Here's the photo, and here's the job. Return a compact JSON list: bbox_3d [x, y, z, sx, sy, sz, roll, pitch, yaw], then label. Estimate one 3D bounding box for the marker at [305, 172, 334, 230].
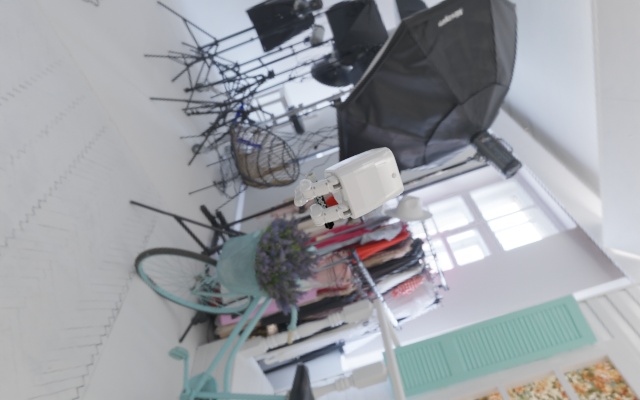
[{"bbox_3d":[0.000,0.003,0.891,0.020,0.121,0.020,-17,26,9],"label":"marker"}]
